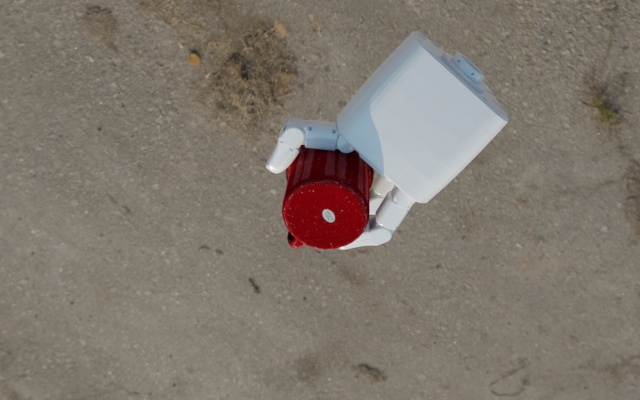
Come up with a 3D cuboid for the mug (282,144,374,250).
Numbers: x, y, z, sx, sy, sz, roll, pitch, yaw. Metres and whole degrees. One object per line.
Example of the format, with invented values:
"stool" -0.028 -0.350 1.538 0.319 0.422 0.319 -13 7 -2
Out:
"mug" -0.001 0.003 0.474 0.093 0.117 0.081 32 29 -15
